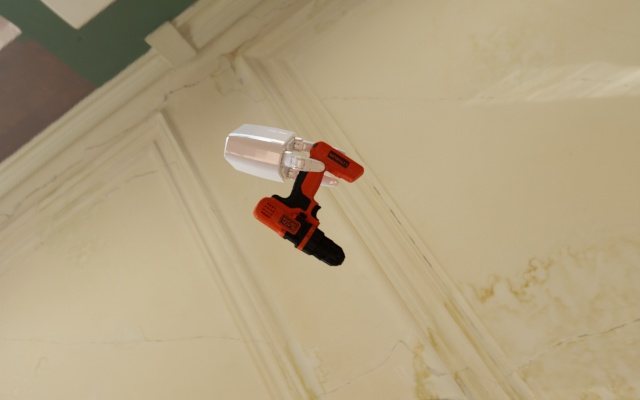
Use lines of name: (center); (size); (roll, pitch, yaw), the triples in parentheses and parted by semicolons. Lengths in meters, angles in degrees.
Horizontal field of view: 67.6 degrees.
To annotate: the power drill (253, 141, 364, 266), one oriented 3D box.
power drill: (0.000, 0.002, 0.860); (0.184, 0.187, 0.057); (34, -13, -2)
